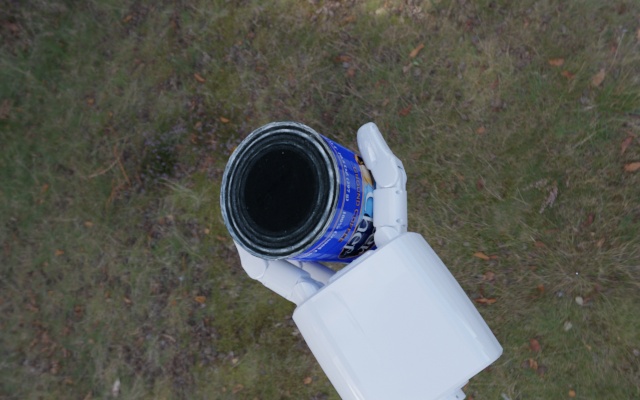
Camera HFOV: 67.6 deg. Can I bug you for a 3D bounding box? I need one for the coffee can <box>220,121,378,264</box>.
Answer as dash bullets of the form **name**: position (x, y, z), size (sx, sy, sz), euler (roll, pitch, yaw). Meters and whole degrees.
- **coffee can**: position (0.000, 0.001, 0.405), size (0.103, 0.103, 0.140), euler (0, -8, 28)
